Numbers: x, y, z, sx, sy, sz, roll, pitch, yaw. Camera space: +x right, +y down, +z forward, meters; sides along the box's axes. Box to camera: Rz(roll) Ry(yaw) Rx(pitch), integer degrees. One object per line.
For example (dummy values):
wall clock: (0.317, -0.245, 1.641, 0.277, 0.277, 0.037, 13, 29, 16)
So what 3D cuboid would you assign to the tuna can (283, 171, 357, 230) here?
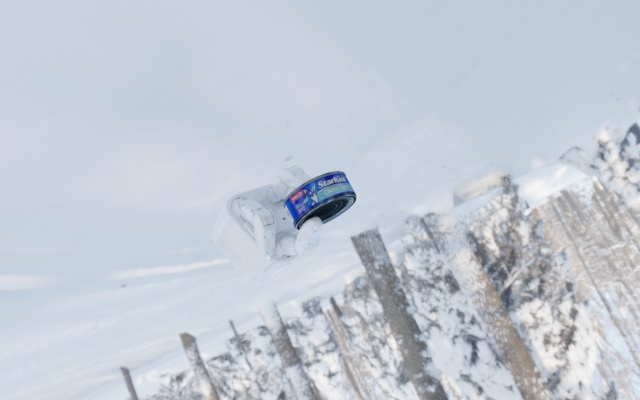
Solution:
tuna can: (0.000, 0.002, 0.576, 0.086, 0.033, 0.086, -25, -17, -8)
